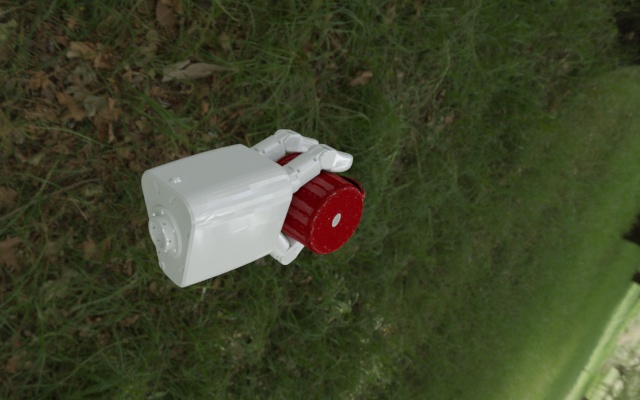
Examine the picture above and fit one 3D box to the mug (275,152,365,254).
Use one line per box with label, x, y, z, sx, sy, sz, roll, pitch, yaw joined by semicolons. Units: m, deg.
mug;0.001;0.001;0.524;0.117;0.093;0.081;-22;40;-39
